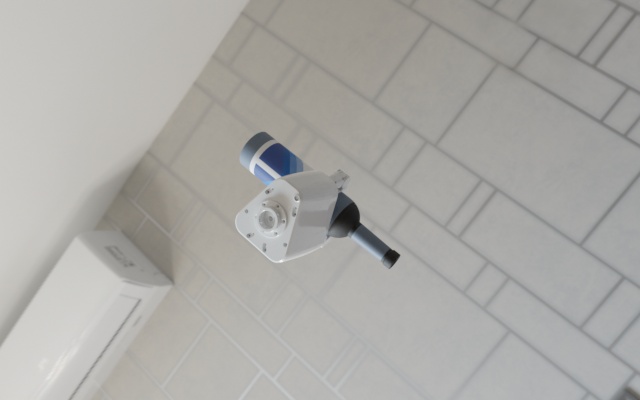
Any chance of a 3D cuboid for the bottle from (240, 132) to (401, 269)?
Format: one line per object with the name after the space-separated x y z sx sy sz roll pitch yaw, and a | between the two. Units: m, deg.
0.000 0.002 0.744 0.295 0.069 0.069 39 13 17 | bottle
